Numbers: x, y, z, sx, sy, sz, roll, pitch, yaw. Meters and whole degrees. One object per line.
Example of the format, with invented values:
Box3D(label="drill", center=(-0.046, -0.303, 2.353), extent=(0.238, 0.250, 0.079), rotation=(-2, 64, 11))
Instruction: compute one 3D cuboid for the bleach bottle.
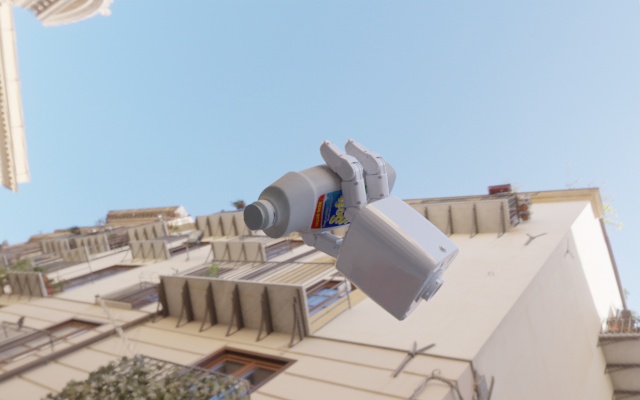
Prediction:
Box3D(label="bleach bottle", center=(0.000, 0.002, 0.594), extent=(0.068, 0.103, 0.251), rotation=(39, 30, 23))
